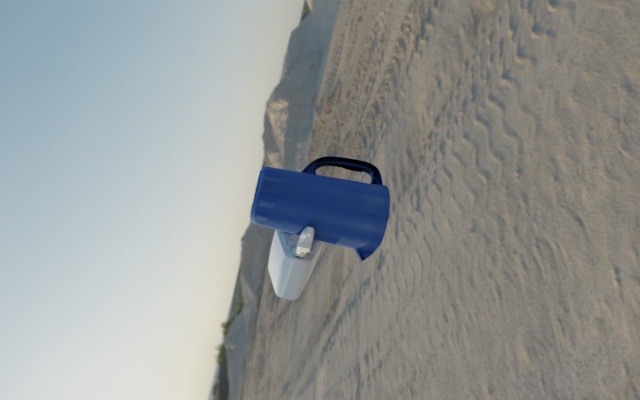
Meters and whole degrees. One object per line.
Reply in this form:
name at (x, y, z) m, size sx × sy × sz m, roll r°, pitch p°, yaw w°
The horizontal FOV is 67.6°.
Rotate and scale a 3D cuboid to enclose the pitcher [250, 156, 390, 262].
pitcher at (0.000, 0.003, 0.888) m, size 0.243 × 0.145 × 0.149 m, roll 12°, pitch 32°, yaw -7°
